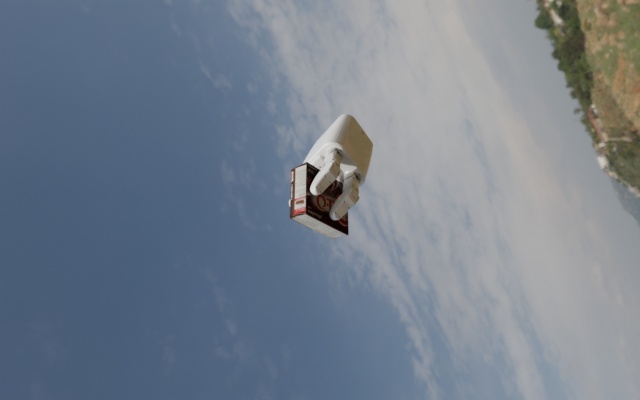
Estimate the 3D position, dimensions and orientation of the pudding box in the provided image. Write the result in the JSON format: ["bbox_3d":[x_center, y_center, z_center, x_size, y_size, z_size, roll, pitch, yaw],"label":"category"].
[{"bbox_3d":[0.000,0.003,0.767,0.039,0.090,0.113,-21,-32,36],"label":"pudding box"}]
